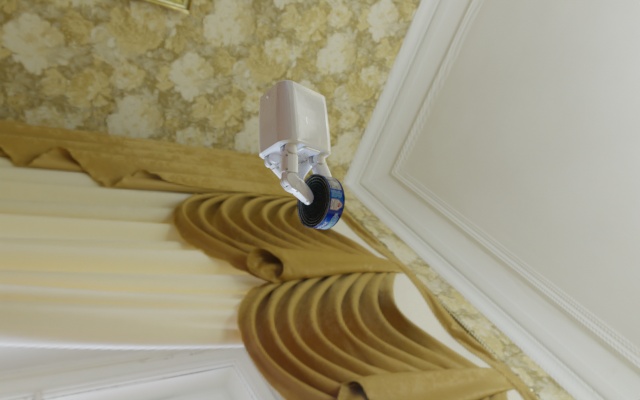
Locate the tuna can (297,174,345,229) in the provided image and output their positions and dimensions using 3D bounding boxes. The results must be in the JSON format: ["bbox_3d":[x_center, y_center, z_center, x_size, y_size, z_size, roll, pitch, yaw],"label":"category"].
[{"bbox_3d":[0.001,0.003,0.755,0.034,0.086,0.086,9,-5,-36],"label":"tuna can"}]
